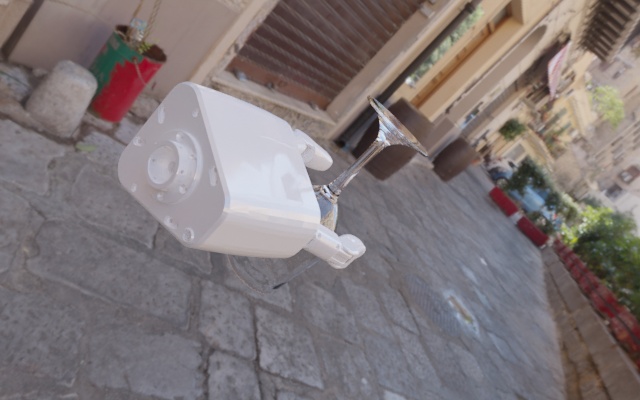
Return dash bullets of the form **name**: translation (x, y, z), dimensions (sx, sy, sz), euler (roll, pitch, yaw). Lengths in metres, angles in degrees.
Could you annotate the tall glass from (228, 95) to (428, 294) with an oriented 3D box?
- **tall glass**: translation (0.001, 0.001, 0.444), dimensions (0.201, 0.079, 0.079), euler (-45, -17, 17)
